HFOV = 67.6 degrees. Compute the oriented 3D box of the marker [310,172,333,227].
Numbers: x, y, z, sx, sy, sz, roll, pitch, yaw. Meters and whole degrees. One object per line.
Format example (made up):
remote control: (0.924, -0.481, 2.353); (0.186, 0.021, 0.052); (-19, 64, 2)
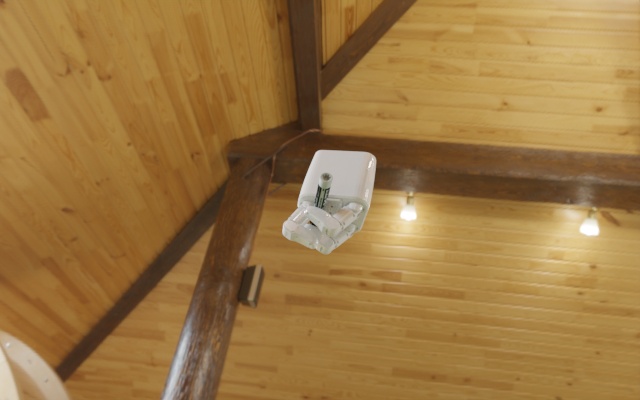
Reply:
marker: (0.000, 0.002, 0.722); (0.020, 0.020, 0.121); (0, -36, -10)
